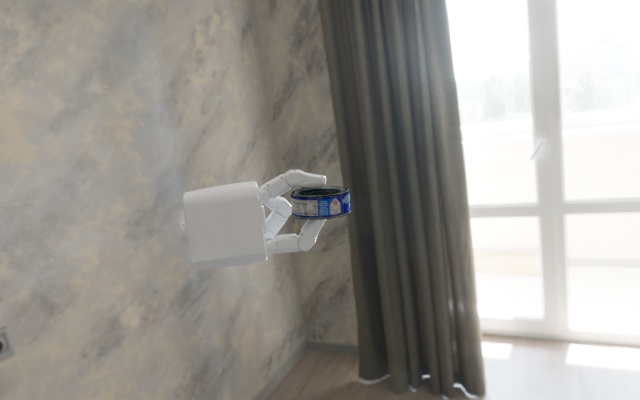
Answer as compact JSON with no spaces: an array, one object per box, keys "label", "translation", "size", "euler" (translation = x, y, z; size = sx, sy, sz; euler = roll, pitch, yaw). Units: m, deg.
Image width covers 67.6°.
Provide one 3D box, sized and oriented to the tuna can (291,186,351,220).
[{"label":"tuna can","translation":[0.000,0.002,0.684],"size":[0.086,0.034,0.086],"euler":[-3,11,1]}]
